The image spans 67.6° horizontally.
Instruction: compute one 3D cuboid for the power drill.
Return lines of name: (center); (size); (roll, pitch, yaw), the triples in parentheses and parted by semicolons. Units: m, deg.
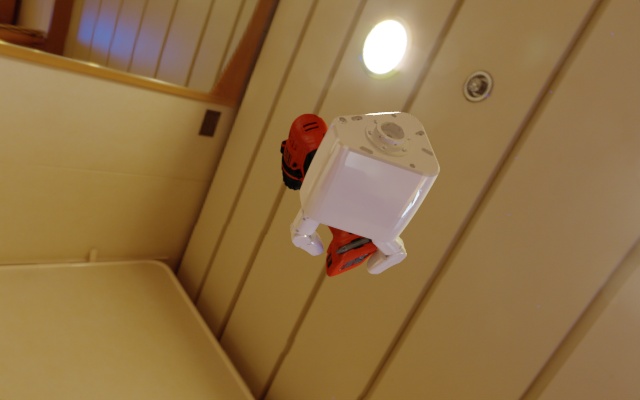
power drill: (0.000, 0.002, 0.628); (0.057, 0.187, 0.184); (-22, -14, -14)
